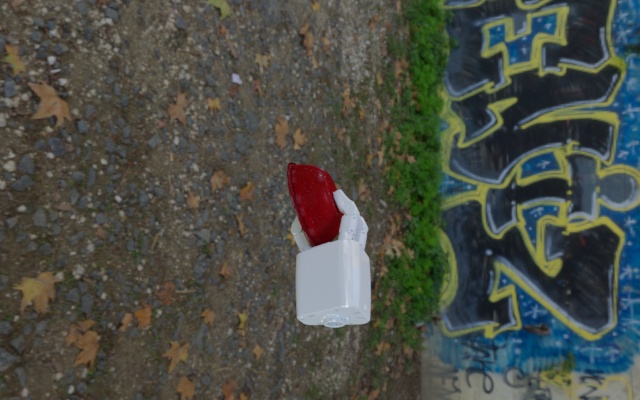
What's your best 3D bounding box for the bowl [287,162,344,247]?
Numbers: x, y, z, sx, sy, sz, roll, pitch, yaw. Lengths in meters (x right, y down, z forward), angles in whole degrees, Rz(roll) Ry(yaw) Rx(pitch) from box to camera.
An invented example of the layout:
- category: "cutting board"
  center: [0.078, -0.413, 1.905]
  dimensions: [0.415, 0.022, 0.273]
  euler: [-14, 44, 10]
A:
- category: "bowl"
  center: [0.000, 0.001, 0.805]
  dimensions: [0.055, 0.162, 0.162]
  euler: [-20, -4, 11]
